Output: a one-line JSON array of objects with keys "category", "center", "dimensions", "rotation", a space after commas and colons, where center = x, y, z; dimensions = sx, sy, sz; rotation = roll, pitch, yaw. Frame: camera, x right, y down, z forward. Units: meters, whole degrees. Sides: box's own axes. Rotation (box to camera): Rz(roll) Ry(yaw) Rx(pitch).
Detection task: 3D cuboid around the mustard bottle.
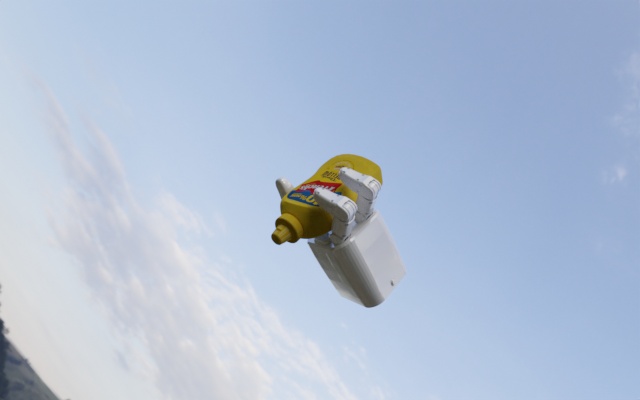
[{"category": "mustard bottle", "center": [0.000, 0.002, 0.673], "dimensions": [0.096, 0.058, 0.191], "rotation": [17, 42, 35]}]
